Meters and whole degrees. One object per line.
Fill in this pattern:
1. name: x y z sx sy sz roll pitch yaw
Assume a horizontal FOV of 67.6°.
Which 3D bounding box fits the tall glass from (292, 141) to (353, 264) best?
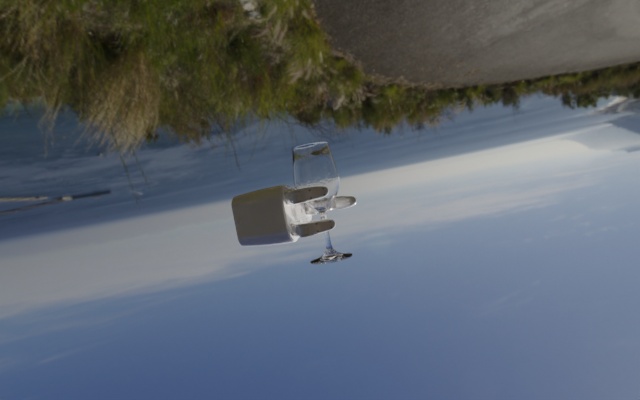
1. tall glass: 0.000 0.003 0.817 0.079 0.201 0.079 -10 2 0
